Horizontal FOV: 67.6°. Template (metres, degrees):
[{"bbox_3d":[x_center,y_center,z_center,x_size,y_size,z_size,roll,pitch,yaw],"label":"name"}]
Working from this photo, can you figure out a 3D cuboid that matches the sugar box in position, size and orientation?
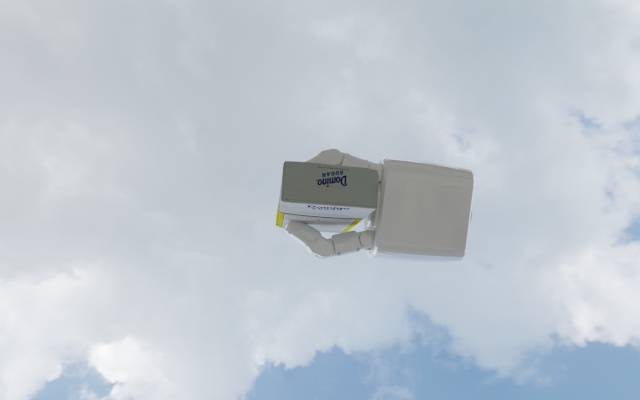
[{"bbox_3d":[0.000,0.001,0.526,0.093,0.048,0.176,5,-14,-6],"label":"sugar box"}]
